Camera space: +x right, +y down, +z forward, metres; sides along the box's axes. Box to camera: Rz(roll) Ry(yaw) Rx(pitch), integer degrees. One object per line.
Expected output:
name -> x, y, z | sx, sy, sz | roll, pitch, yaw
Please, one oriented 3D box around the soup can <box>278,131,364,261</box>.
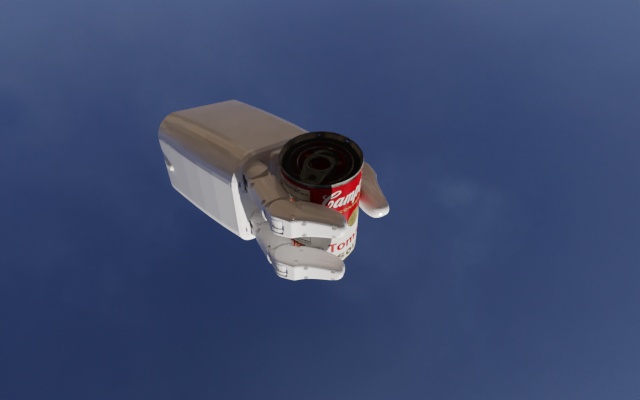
soup can -> 0.001, 0.002, 0.414 | 0.068, 0.102, 0.068 | 0, 44, 0
